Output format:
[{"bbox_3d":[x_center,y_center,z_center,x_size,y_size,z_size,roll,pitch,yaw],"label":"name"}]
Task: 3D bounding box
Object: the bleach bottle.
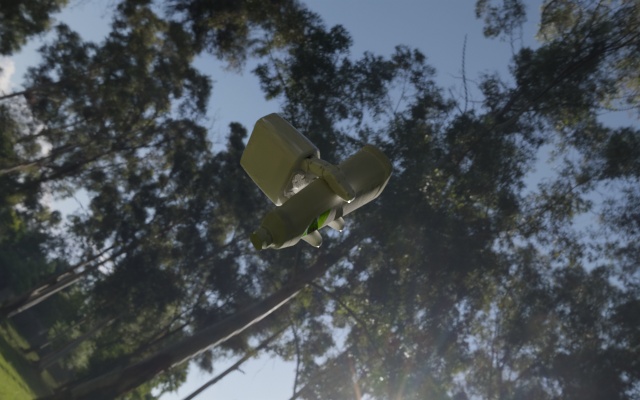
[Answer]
[{"bbox_3d":[0.000,0.003,0.742,0.250,0.068,0.103,-30,-25,-34],"label":"bleach bottle"}]
